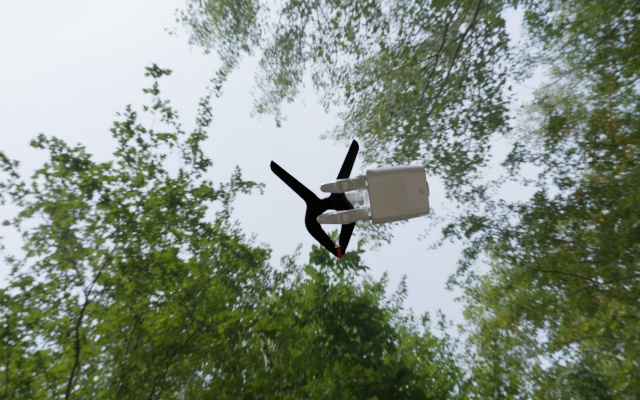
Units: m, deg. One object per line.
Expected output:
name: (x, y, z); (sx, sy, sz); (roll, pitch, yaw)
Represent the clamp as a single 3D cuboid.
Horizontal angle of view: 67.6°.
clamp: (0.000, 0.003, 0.866); (0.164, 0.210, 0.036); (-7, 3, 1)
